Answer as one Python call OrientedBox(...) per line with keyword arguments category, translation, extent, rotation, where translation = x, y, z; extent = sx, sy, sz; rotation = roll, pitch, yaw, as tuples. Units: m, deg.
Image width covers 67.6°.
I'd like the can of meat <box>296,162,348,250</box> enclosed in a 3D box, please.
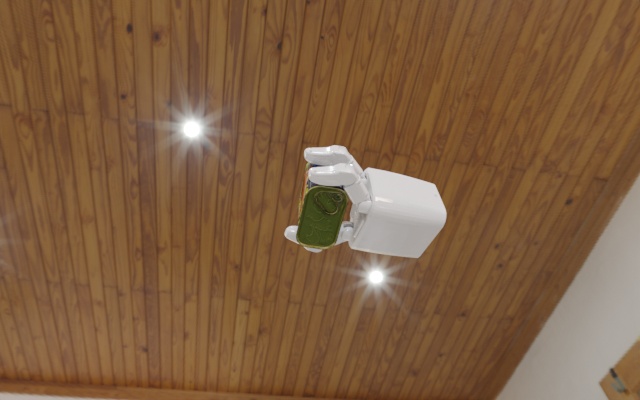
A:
OrientedBox(category="can of meat", translation=(0.000, 0.002, 0.668), extent=(0.057, 0.102, 0.084), rotation=(9, 33, -8))
